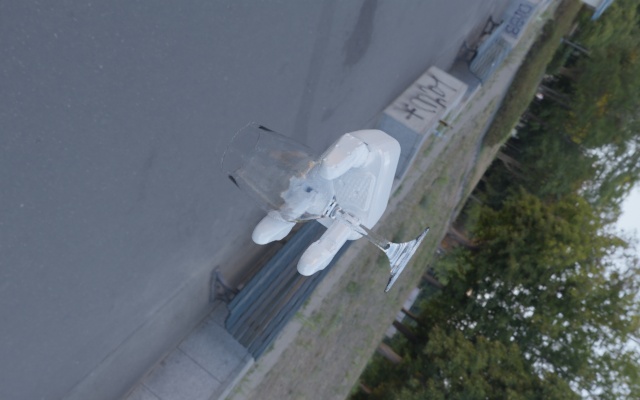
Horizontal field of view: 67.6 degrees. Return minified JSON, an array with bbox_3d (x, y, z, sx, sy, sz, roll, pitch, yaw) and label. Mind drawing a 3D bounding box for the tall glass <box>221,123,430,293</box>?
[{"bbox_3d":[0.001,0.002,0.464,0.201,0.079,0.079,34,7,11],"label":"tall glass"}]
